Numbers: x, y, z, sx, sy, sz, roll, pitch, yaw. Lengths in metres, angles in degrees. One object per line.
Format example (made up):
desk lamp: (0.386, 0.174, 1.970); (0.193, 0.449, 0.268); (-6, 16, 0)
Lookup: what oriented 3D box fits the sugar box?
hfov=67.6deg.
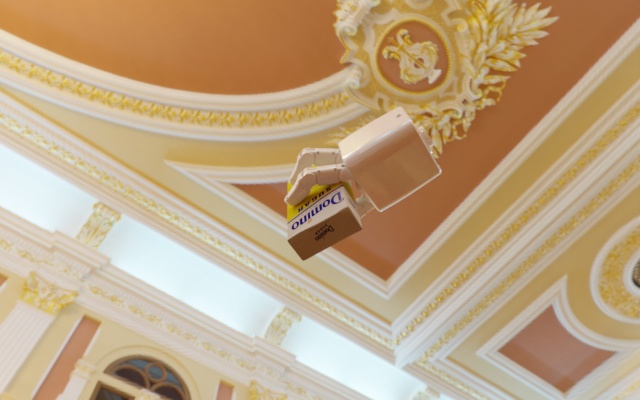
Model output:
sugar box: (0.000, 0.002, 0.678); (0.093, 0.048, 0.176); (-30, 24, 11)
